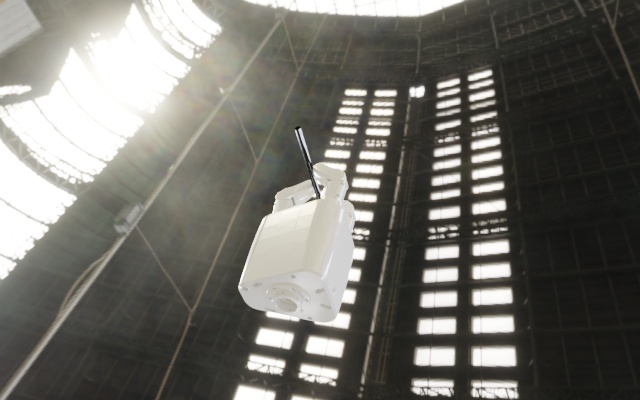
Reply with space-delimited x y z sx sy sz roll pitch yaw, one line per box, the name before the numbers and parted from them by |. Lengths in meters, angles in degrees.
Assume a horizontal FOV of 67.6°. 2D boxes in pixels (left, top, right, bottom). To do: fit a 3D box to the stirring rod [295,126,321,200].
stirring rod | 0.000 0.002 0.655 0.011 0.240 0.011 -10 39 8
